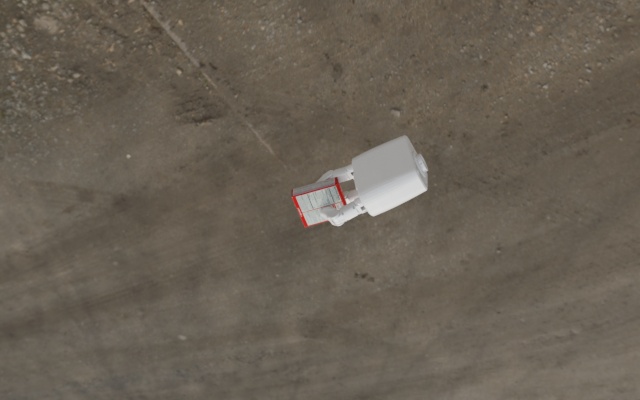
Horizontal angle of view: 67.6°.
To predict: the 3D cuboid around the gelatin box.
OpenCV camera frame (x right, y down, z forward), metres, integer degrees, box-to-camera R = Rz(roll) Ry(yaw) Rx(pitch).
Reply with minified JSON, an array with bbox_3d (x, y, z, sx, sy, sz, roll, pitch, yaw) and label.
[{"bbox_3d":[0.000,0.003,0.875,0.089,0.073,0.030,-16,33,9],"label":"gelatin box"}]
